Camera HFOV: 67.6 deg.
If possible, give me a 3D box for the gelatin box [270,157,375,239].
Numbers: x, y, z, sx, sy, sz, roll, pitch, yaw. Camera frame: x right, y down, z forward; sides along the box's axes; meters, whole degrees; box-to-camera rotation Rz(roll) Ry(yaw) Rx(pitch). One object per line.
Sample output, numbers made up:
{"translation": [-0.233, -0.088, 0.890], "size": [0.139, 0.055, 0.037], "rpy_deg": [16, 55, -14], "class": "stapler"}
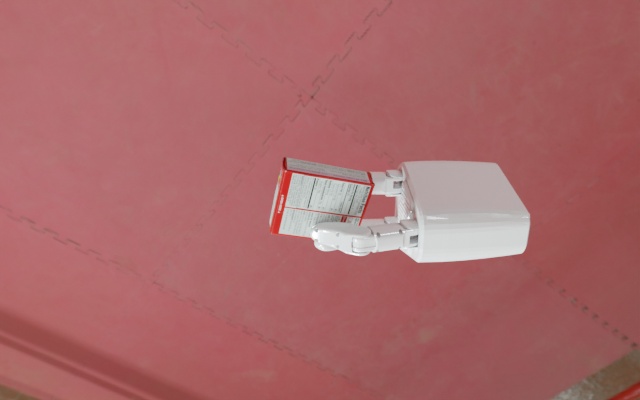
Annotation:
{"translation": [0.000, 0.002, 0.466], "size": [0.089, 0.073, 0.030], "rpy_deg": [8, 31, -12], "class": "gelatin box"}
